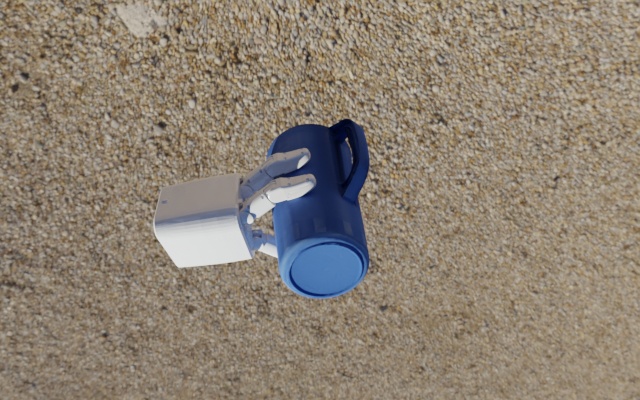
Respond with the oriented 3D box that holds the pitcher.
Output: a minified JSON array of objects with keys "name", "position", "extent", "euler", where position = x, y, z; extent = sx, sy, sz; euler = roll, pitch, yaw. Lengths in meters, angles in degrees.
[{"name":"pitcher","position":[0.000,0.002,0.644],"extent":[0.145,0.149,0.242],"euler":[-7,38,-2]}]
